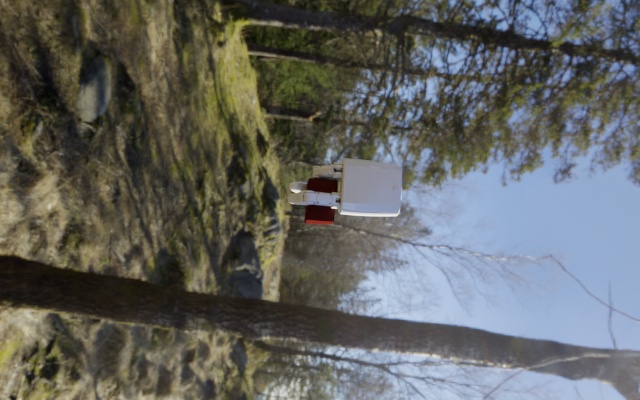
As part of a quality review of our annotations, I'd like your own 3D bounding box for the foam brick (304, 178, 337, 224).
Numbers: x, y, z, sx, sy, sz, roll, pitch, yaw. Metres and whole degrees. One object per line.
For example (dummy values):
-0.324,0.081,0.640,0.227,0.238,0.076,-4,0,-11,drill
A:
0.000,0.003,0.866,0.051,0.078,0.053,5,-8,-5,foam brick
